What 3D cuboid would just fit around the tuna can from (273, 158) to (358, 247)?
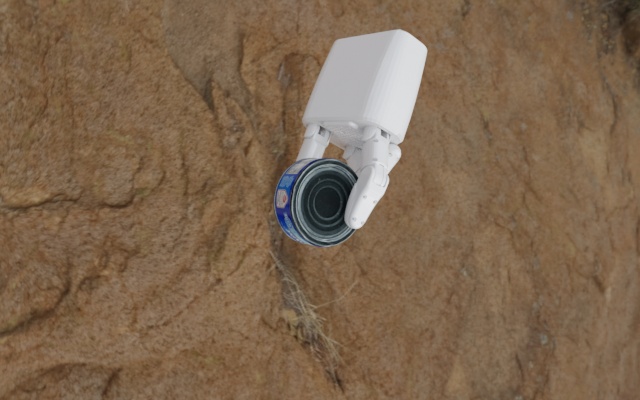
[{"bbox_3d":[0.000,0.002,0.459,0.086,0.086,0.034,0,3,-33],"label":"tuna can"}]
